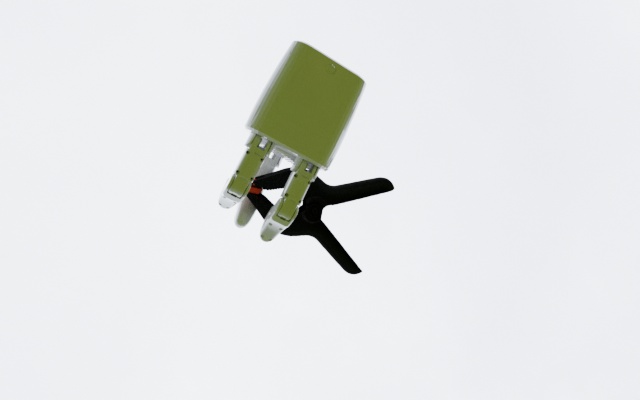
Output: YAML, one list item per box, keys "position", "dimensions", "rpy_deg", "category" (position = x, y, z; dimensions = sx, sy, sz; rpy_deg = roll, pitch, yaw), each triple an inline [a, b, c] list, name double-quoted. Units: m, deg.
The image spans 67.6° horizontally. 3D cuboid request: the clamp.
- position: [0.000, 0.002, 0.547]
  dimensions: [0.171, 0.120, 0.039]
  rpy_deg: [27, -1, -17]
  category: "clamp"
